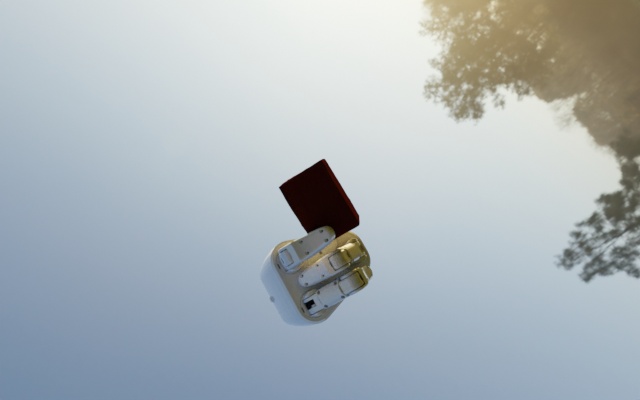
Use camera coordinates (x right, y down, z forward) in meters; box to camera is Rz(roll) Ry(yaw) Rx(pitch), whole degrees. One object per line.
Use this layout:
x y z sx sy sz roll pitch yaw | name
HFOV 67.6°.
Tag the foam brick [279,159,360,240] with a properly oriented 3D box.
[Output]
0.000 0.001 0.503 0.053 0.078 0.051 -30 7 9 | foam brick
